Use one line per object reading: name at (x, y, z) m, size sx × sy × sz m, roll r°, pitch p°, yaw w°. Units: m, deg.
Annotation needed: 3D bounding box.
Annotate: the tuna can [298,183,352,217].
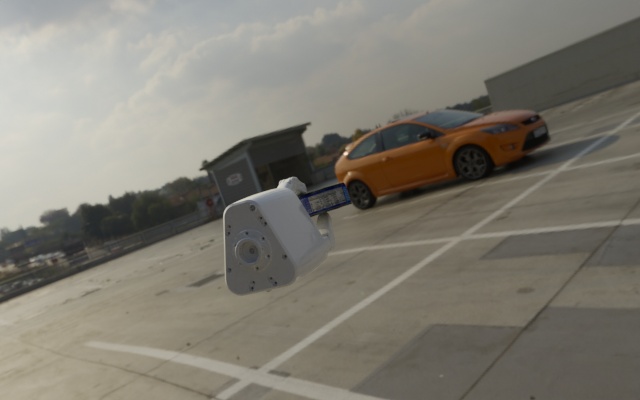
tuna can at (0.000, 0.002, 0.694) m, size 0.086 × 0.034 × 0.086 m, roll -18°, pitch -1°, yaw 0°
